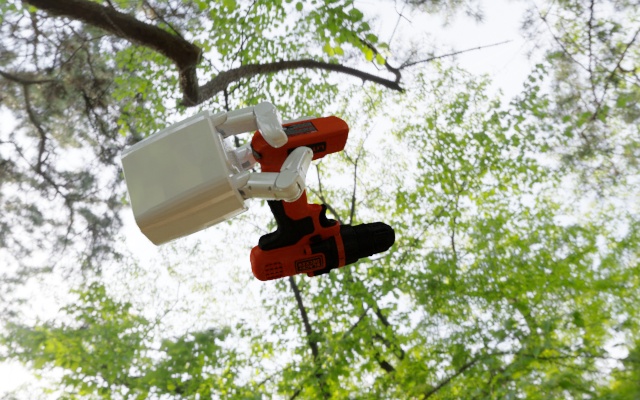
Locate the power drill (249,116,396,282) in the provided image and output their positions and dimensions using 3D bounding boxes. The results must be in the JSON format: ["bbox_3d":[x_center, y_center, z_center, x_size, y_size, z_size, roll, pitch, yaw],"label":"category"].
[{"bbox_3d":[0.000,0.001,0.553,0.184,0.188,0.057,-12,29,-13],"label":"power drill"}]
